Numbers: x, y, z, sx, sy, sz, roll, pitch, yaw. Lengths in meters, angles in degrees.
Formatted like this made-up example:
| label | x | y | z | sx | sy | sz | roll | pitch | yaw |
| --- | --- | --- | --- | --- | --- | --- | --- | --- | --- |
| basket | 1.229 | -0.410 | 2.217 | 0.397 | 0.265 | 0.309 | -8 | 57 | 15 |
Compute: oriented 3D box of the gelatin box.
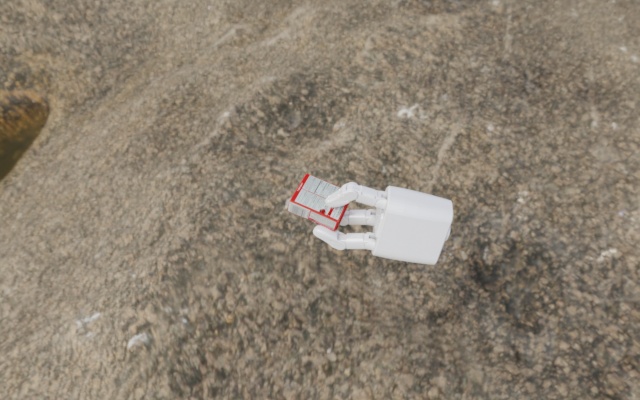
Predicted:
| label | x | y | z | sx | sy | sz | roll | pitch | yaw |
| --- | --- | --- | --- | --- | --- | --- | --- | --- | --- |
| gelatin box | 0.000 | 0.002 | 0.789 | 0.089 | 0.073 | 0.030 | 23 | -42 | 5 |
